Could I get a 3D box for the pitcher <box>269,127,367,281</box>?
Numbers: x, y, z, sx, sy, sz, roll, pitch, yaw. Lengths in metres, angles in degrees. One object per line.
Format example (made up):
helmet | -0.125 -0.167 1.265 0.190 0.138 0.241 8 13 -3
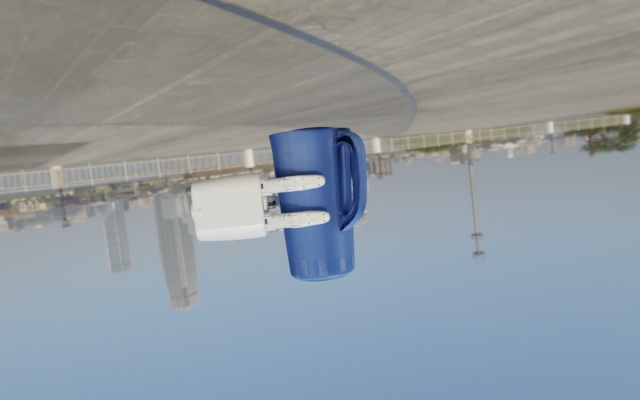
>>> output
pitcher | 0.000 0.003 0.774 0.145 0.243 0.149 -6 4 -2
